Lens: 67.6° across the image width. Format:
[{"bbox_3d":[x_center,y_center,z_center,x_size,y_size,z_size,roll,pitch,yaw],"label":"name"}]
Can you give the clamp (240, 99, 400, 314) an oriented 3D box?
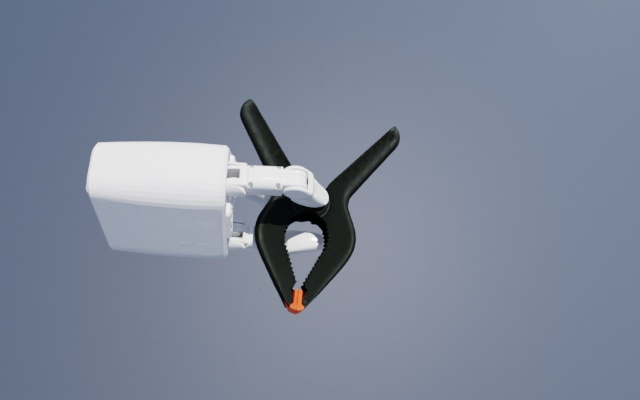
[{"bbox_3d":[0.000,0.002,0.458,0.164,0.210,0.036,3,-20,-7],"label":"clamp"}]
